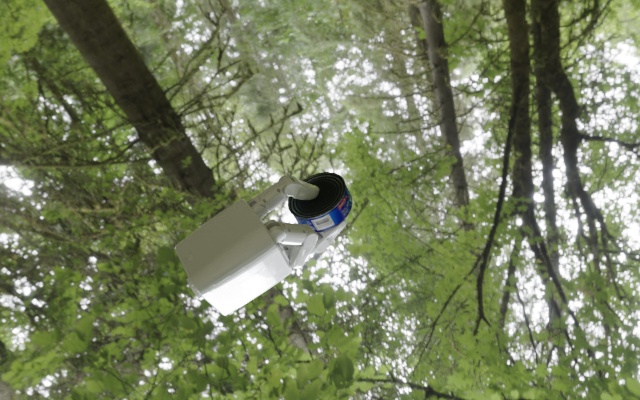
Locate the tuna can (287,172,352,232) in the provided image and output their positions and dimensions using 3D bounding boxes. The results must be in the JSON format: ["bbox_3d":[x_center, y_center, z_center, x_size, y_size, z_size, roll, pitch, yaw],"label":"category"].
[{"bbox_3d":[0.000,0.003,0.659,0.086,0.086,0.034,0,-42,31],"label":"tuna can"}]
